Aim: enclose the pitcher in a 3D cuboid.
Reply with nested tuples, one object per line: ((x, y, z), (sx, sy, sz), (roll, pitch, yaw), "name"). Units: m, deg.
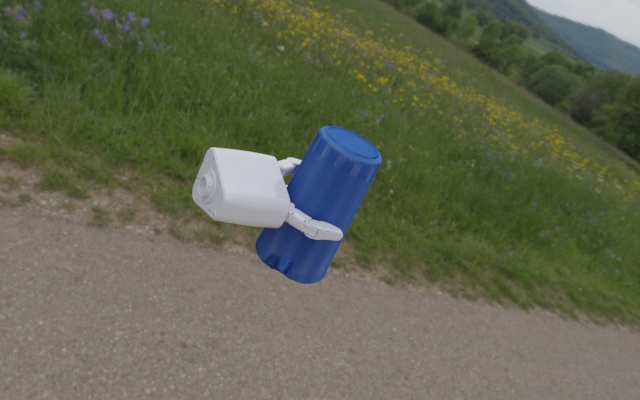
((0.000, 0.003, 0.786), (0.145, 0.243, 0.149), (8, 32, -36), "pitcher")
